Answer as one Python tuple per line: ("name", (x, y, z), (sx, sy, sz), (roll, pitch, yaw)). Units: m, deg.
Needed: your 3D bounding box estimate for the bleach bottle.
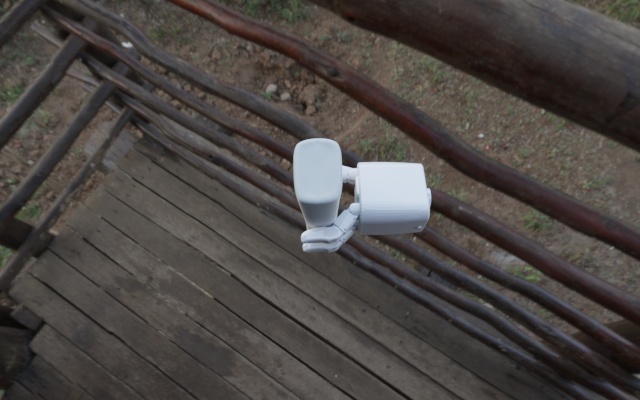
("bleach bottle", (0.000, 0.003, 0.768), (0.068, 0.102, 0.251), (-1, -20, 1))
